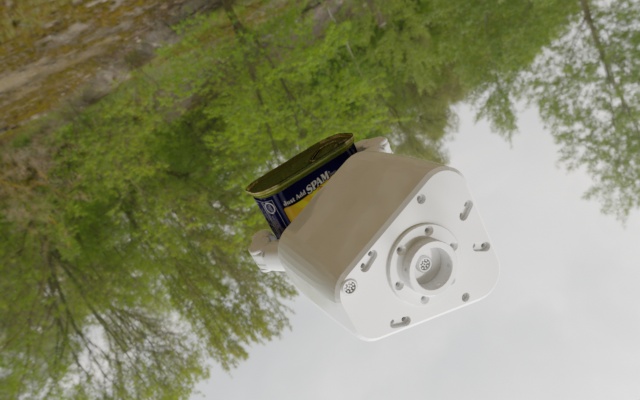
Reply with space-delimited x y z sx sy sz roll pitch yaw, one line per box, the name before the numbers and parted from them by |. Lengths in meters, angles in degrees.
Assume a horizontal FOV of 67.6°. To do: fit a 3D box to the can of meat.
can of meat | 0.000 0.002 0.421 0.102 0.084 0.057 -33 18 -17
